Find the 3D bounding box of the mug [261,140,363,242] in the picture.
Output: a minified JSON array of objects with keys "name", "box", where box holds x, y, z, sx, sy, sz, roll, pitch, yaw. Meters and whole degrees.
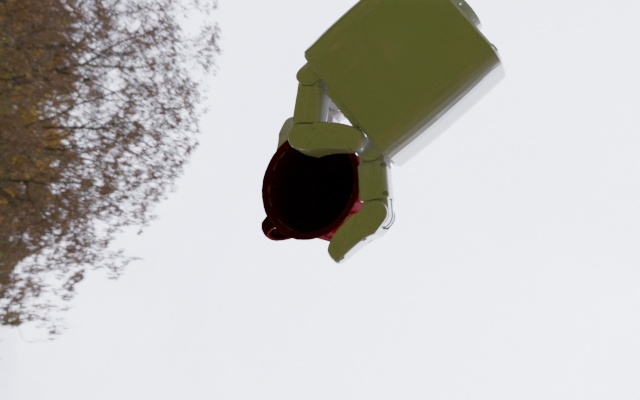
[{"name":"mug","box":[-0.001,0.002,0.425,0.117,0.093,0.081,-38,-27,17]}]
